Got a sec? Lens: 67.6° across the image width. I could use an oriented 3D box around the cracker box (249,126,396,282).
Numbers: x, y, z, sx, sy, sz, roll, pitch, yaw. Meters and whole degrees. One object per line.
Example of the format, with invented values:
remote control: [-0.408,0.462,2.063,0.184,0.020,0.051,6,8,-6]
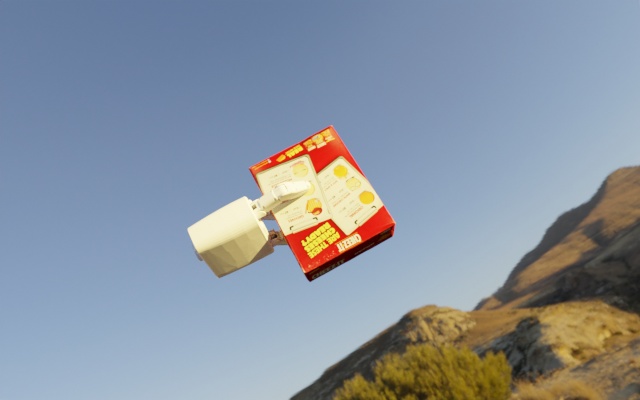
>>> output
cracker box: [0.000,0.002,0.801,0.164,0.213,0.072,-28,-24,-5]
